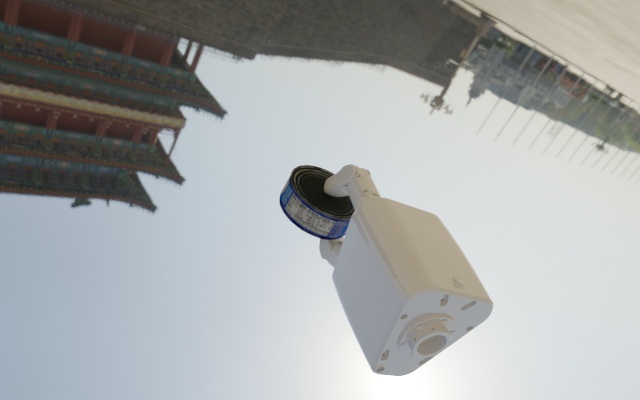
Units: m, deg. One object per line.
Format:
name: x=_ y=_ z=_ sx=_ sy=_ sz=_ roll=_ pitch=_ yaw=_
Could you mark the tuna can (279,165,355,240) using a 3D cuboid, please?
tuna can: x=0.000 y=0.002 z=0.512 sx=0.086 sy=0.034 sz=0.086 roll=23 pitch=31 yaw=-15
